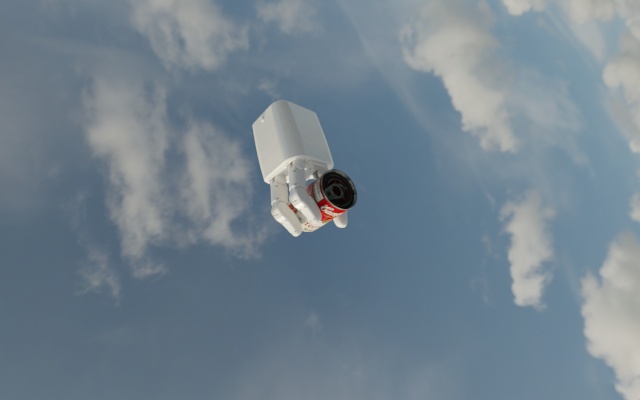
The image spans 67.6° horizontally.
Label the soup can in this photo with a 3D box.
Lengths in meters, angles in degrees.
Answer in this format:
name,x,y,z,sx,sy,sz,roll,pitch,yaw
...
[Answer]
name,x,y,z,sx,sy,sz,roll,pitch,yaw
soup can,0.000,0.003,0.760,0.068,0.068,0.102,0,-23,-39
